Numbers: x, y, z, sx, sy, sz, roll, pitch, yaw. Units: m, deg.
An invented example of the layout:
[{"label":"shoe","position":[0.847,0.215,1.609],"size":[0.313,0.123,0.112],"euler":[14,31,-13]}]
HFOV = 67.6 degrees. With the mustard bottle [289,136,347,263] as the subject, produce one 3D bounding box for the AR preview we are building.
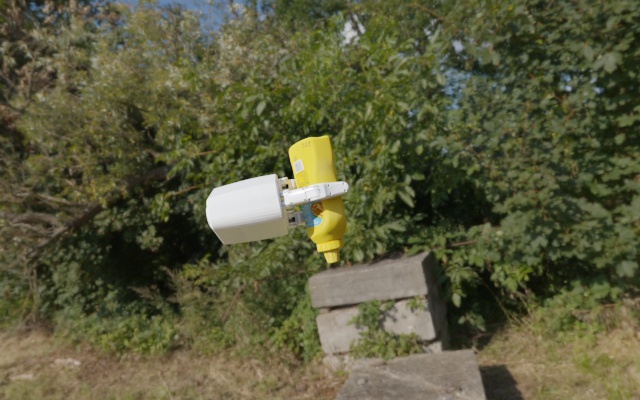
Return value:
[{"label":"mustard bottle","position":[0.000,0.002,0.745],"size":[0.058,0.191,0.096],"euler":[-10,-4,-26]}]
